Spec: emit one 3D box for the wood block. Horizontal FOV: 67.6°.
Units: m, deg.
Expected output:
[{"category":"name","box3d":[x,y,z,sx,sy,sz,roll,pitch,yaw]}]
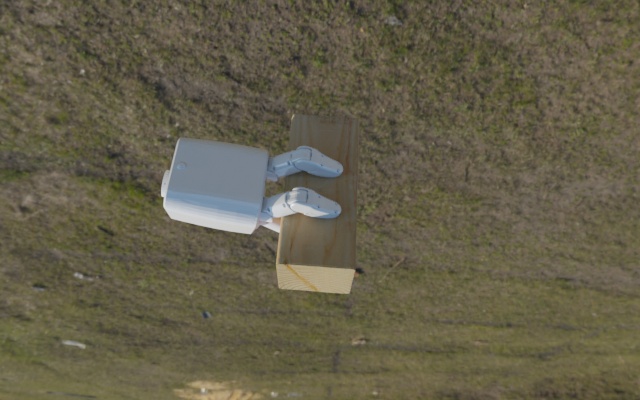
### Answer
[{"category":"wood block","box3d":[0.000,0.002,0.603,0.090,0.206,0.091,4,-28,0]}]
